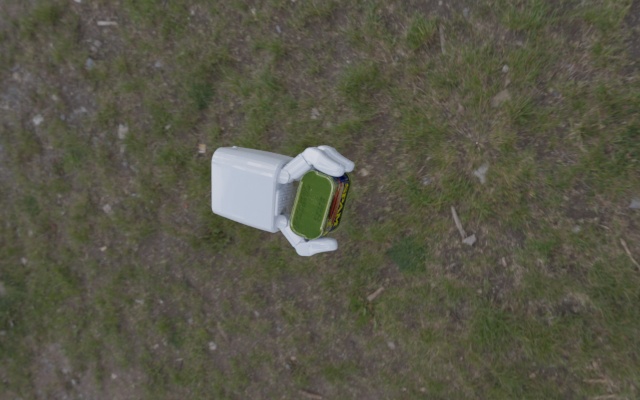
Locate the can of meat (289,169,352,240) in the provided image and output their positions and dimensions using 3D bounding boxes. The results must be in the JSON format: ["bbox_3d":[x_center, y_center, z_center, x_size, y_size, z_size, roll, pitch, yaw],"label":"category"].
[{"bbox_3d":[0.000,0.002,0.695,0.057,0.102,0.084,19,12,16],"label":"can of meat"}]
